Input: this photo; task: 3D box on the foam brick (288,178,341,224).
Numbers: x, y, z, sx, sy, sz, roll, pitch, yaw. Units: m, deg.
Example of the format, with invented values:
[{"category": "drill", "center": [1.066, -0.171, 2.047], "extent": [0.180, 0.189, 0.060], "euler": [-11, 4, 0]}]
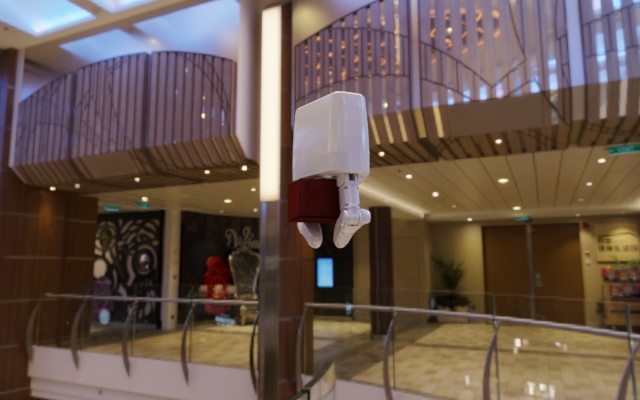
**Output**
[{"category": "foam brick", "center": [0.000, 0.002, 0.625], "extent": [0.078, 0.051, 0.053], "euler": [3, -8, -22]}]
